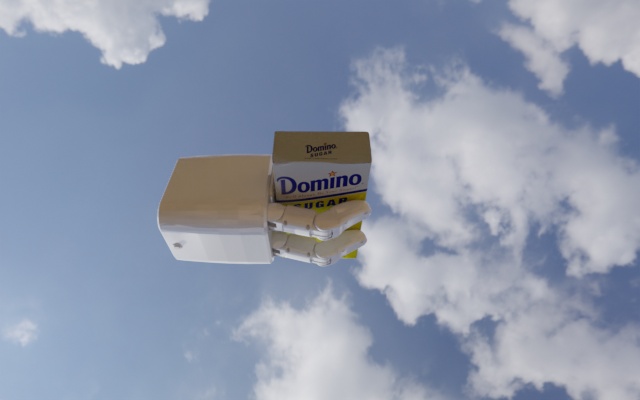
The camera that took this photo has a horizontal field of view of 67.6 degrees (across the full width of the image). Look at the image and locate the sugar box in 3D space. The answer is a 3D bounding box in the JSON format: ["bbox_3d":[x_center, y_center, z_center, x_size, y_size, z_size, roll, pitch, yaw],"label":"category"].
[{"bbox_3d":[0.000,0.002,0.509,0.093,0.048,0.176,0,-34,0],"label":"sugar box"}]
